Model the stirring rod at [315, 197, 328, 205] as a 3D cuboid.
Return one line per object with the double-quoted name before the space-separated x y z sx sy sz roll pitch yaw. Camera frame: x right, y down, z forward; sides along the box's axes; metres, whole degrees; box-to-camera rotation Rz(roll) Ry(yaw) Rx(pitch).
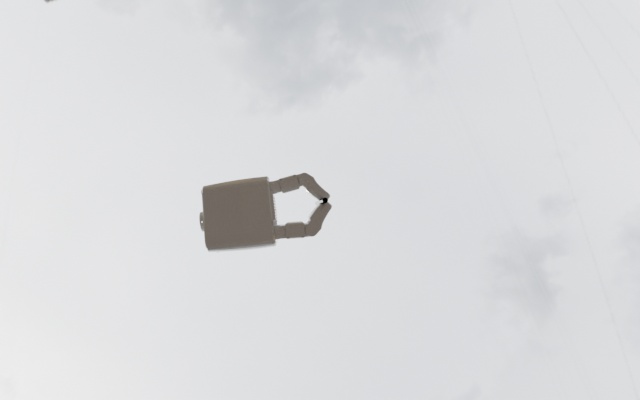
"stirring rod" 0.000 0.003 0.789 0.011 0.011 0.239 0 -1 -3
